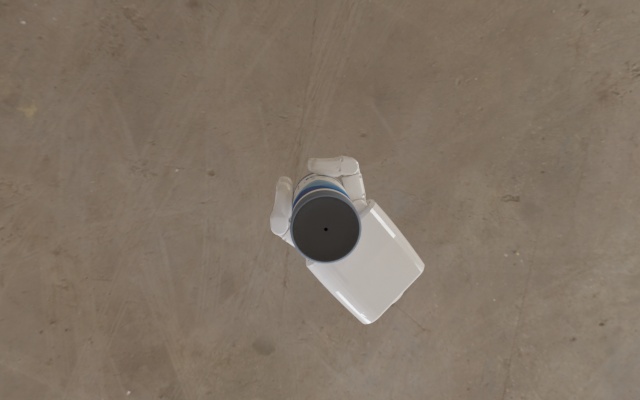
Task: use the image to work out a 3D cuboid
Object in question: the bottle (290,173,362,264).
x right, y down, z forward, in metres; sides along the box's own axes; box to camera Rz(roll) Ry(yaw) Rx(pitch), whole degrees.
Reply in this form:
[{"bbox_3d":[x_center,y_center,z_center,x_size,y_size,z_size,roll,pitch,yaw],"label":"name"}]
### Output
[{"bbox_3d":[0.000,0.002,0.583,0.069,0.069,0.295,0,10,-2],"label":"bottle"}]
